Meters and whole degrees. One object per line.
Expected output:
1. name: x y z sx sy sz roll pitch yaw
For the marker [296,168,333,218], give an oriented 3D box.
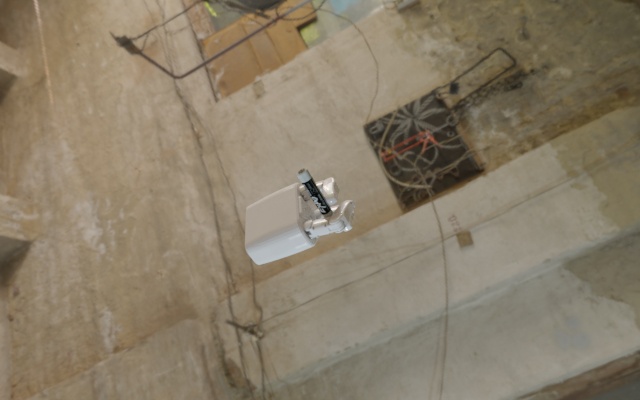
1. marker: 0.000 0.002 0.738 0.020 0.121 0.020 -25 27 14
